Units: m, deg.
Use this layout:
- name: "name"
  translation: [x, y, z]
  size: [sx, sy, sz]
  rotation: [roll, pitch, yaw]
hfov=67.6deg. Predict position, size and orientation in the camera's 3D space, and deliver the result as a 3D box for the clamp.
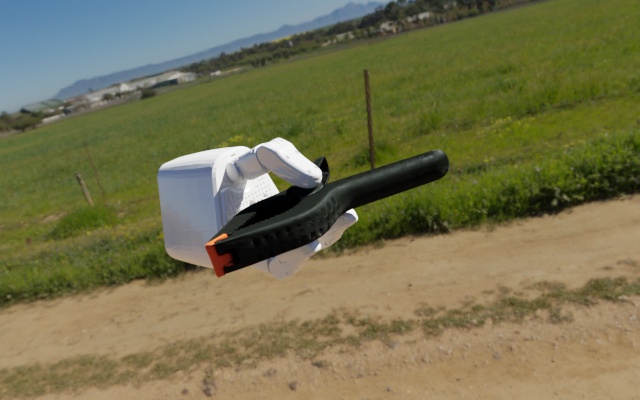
- name: "clamp"
  translation: [-0.001, 0.001, 0.404]
  size: [0.164, 0.036, 0.210]
  rotation: [-3, 22, 42]
